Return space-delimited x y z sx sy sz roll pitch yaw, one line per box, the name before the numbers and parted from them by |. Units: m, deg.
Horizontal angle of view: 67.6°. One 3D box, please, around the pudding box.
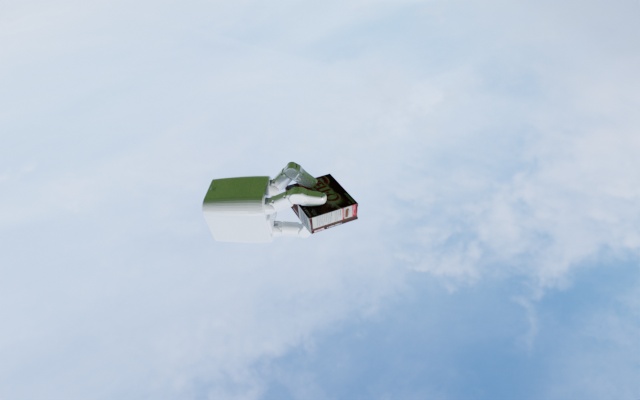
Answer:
pudding box | 0.000 0.003 0.816 0.090 0.039 0.113 -18 39 -18
